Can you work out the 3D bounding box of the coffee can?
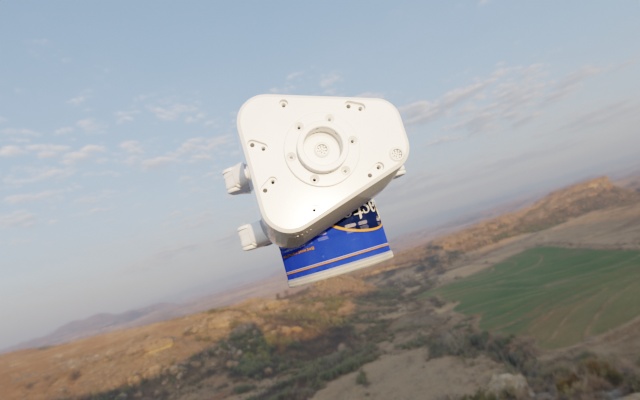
[{"bbox_3d":[0.000,0.002,0.458,0.103,0.140,0.103,-16,-7,-2],"label":"coffee can"}]
